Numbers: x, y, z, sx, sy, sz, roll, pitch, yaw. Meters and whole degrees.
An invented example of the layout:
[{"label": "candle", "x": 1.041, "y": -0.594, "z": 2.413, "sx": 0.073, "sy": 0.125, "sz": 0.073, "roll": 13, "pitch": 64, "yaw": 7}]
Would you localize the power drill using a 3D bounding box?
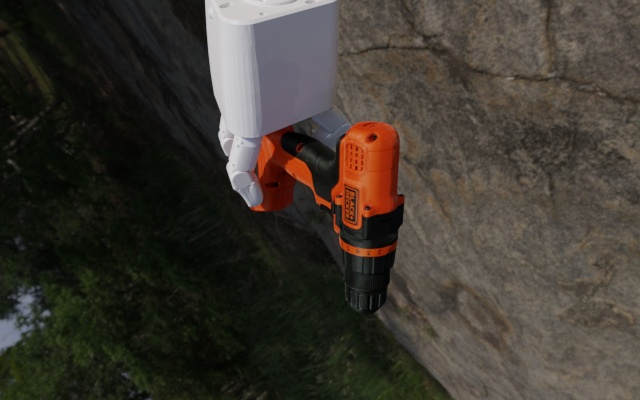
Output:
[{"label": "power drill", "x": 0.000, "y": 0.001, "z": 0.474, "sx": 0.057, "sy": 0.184, "sz": 0.187, "roll": -18, "pitch": 29, "yaw": -39}]
